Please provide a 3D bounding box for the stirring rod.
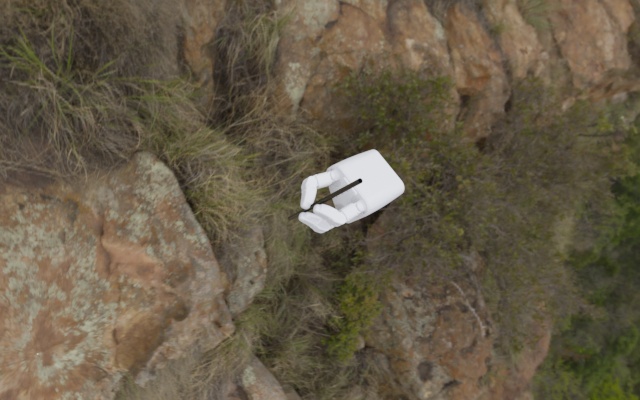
[{"bbox_3d":[0.000,0.003,0.806,0.011,0.011,0.239,0,-15,-31],"label":"stirring rod"}]
